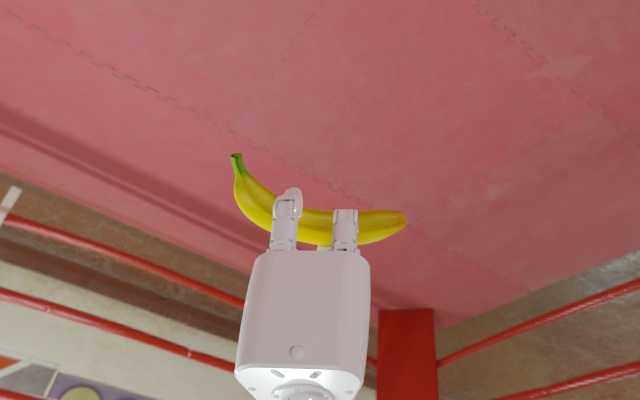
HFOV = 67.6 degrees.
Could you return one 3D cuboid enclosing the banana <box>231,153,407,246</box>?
[{"bbox_3d":[-0.010,0.015,0.507,0.198,0.070,0.037,19,32,-8],"label":"banana"}]
